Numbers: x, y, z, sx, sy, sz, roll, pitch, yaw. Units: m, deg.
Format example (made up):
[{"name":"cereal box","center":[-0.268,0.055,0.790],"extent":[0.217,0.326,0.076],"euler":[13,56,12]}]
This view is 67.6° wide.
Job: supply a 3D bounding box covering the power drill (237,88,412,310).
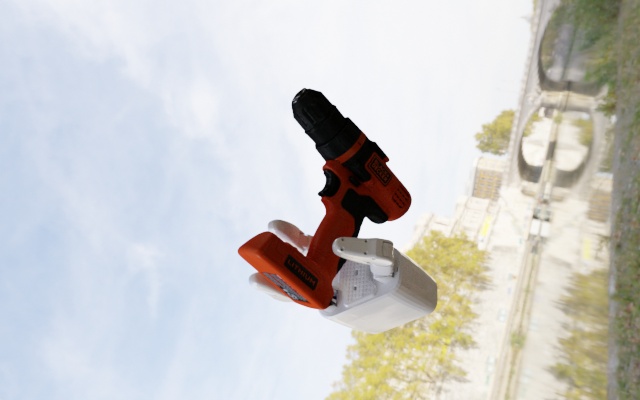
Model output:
[{"name":"power drill","center":[0.000,0.002,0.496],"extent":[0.184,0.187,0.057],"euler":[45,-24,-21]}]
